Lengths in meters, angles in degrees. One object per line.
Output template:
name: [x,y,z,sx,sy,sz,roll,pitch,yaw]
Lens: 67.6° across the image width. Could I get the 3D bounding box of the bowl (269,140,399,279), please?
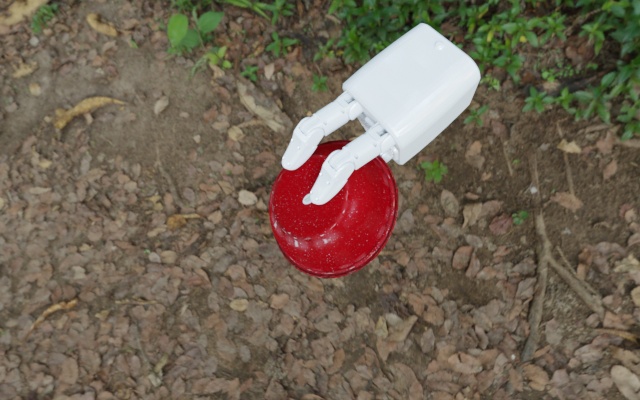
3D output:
bowl: [-0.001,0.003,0.523,0.162,0.162,0.055,0,-13,29]
